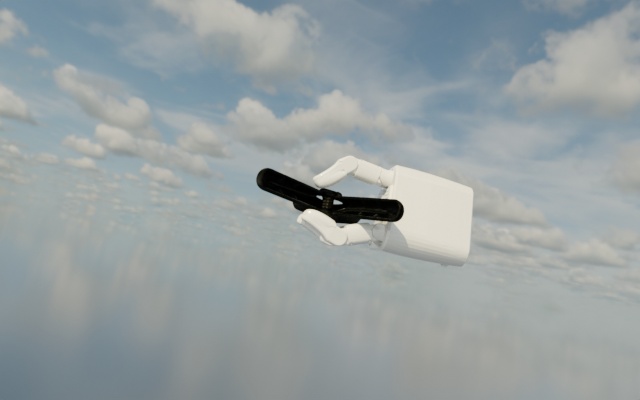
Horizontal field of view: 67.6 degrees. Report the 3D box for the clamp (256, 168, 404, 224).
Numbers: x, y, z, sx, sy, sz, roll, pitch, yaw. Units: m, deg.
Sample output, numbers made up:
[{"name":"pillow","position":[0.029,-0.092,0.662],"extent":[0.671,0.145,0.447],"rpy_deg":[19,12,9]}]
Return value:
[{"name":"clamp","position":[0.000,0.001,0.604],"extent":[0.164,0.036,0.210],"rpy_deg":[16,-7,-5]}]
